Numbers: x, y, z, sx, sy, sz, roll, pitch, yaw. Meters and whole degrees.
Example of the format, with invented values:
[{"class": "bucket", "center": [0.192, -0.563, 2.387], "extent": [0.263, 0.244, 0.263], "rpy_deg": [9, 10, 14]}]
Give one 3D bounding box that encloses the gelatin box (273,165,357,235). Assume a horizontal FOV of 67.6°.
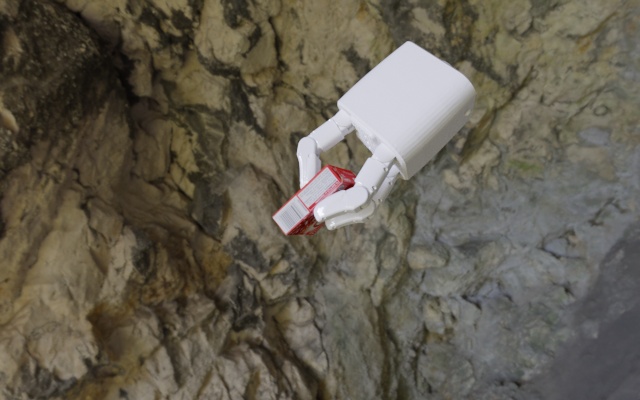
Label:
[{"class": "gelatin box", "center": [0.000, 0.002, 0.535], "extent": [0.089, 0.030, 0.073], "rpy_deg": [-43, -18, 15]}]
